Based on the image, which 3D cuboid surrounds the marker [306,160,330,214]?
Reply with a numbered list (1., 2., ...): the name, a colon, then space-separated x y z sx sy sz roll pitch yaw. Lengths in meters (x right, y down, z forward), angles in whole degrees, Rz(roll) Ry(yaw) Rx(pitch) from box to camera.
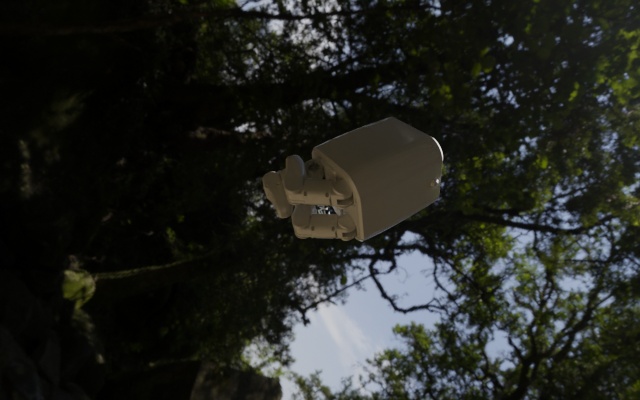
1. marker: 0.000 0.002 0.554 0.020 0.020 0.121 0 -40 9
